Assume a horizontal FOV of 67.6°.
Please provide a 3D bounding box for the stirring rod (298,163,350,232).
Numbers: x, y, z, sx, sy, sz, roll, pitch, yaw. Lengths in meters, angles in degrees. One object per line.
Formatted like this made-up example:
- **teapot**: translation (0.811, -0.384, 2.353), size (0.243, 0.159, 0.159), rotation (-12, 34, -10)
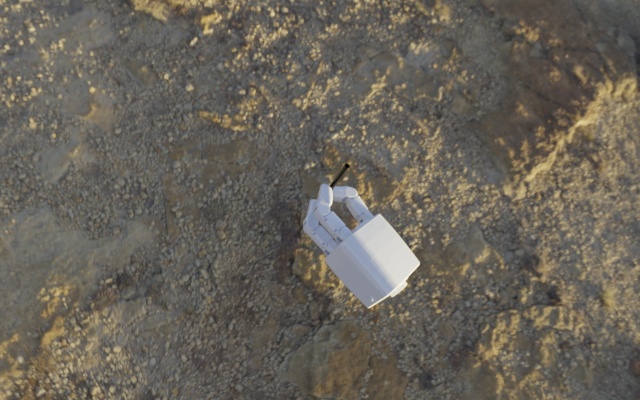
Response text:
- **stirring rod**: translation (0.000, 0.003, 0.801), size (0.011, 0.011, 0.240), rotation (0, -27, -21)
